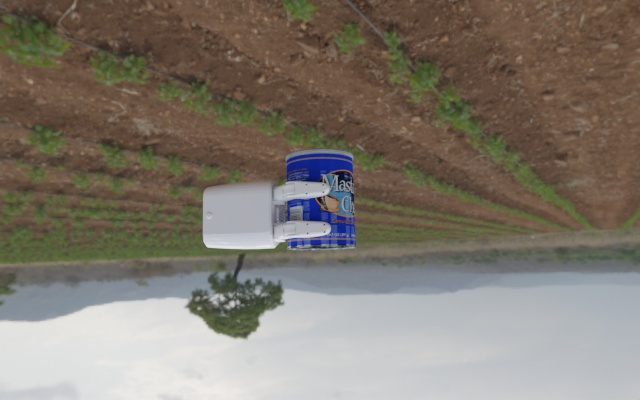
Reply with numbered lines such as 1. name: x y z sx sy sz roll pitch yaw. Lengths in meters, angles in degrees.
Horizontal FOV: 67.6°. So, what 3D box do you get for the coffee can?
1. coffee can: 0.000 0.002 0.716 0.103 0.140 0.103 -1 -8 0
